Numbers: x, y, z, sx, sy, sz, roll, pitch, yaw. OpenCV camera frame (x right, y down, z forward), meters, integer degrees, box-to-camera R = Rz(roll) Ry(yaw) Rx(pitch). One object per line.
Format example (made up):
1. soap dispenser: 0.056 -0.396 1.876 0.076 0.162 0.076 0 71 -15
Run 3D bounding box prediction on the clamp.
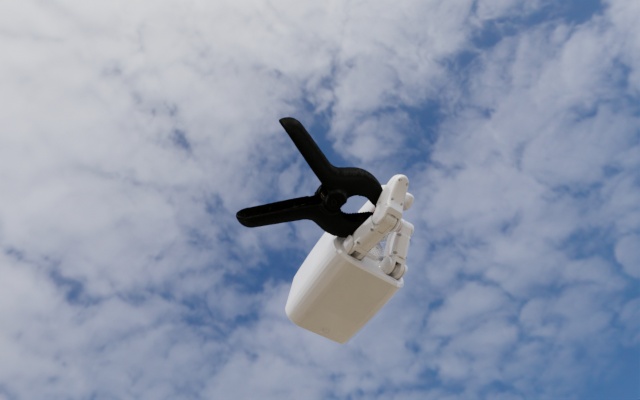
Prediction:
1. clamp: 0.000 0.001 0.502 0.171 0.120 0.039 29 20 -23
